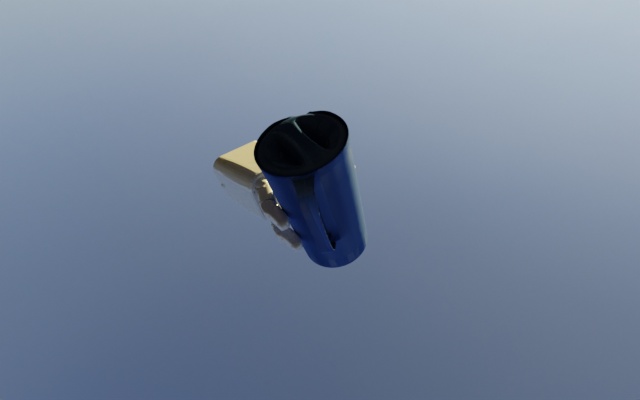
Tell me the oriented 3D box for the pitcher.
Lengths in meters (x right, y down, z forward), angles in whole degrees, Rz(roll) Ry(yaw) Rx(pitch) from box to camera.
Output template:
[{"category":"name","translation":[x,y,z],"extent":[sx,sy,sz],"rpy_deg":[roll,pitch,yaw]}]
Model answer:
[{"category":"pitcher","translation":[0.000,0.002,0.718],"extent":[0.145,0.149,0.243],"rpy_deg":[24,-30,35]}]
